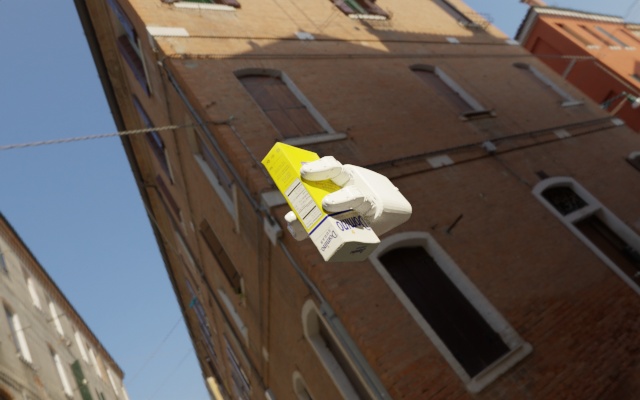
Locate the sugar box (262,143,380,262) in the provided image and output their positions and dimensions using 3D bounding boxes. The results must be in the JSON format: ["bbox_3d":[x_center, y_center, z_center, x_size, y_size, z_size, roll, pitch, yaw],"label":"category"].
[{"bbox_3d":[0.000,0.002,0.646,0.093,0.048,0.176,7,39,-54],"label":"sugar box"}]
